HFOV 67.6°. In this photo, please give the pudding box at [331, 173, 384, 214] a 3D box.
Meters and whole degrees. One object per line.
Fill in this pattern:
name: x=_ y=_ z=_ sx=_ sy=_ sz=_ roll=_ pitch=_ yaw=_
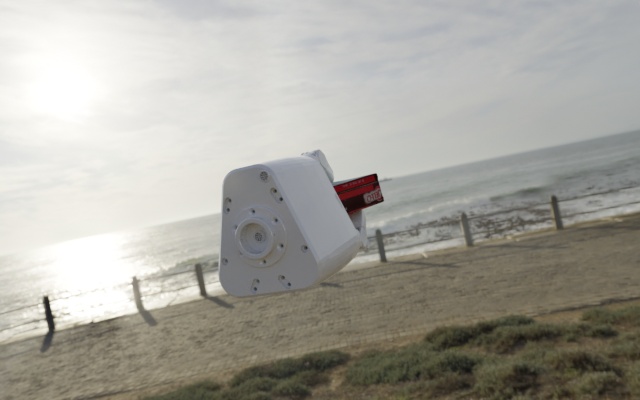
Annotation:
pudding box: x=0.000 y=0.002 z=0.539 sx=0.090 sy=0.039 sz=0.113 roll=-16 pitch=6 yaw=-42
